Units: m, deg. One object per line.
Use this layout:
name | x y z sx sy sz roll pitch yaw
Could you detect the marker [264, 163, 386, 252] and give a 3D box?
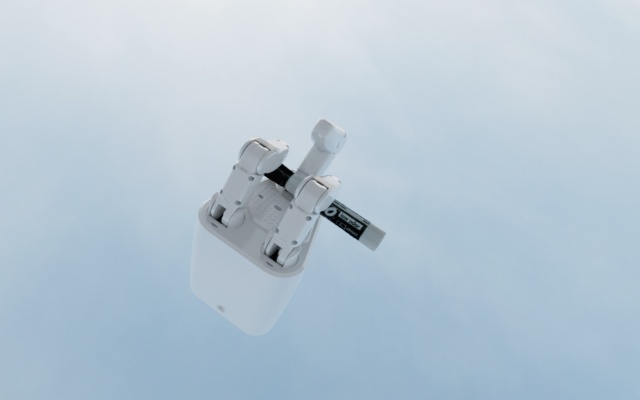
marker | 0.000 0.001 0.403 0.121 0.020 0.020 34 7 11
